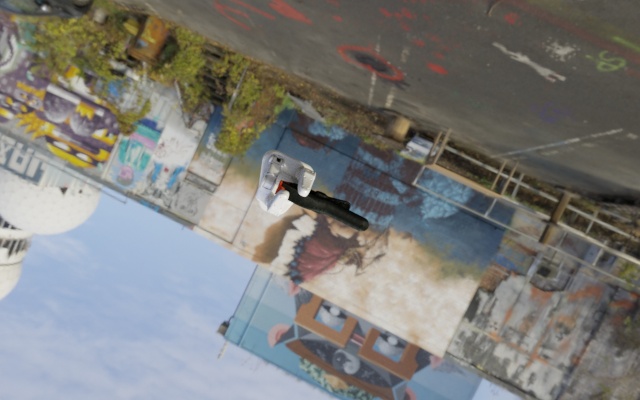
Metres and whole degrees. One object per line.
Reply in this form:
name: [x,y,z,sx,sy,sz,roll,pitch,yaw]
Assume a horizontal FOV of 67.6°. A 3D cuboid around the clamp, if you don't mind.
clamp: [0.000,0.003,0.864,0.171,0.039,0.120,25,4,-12]
